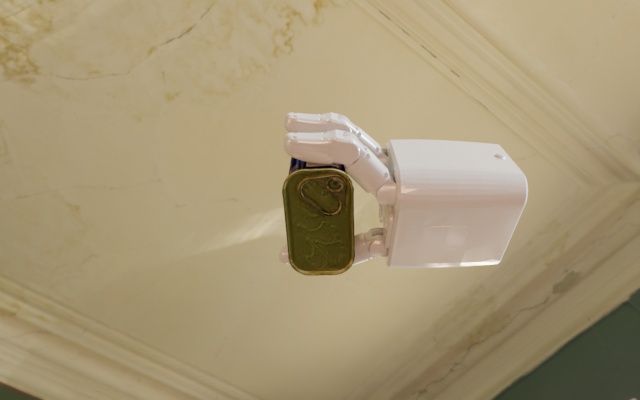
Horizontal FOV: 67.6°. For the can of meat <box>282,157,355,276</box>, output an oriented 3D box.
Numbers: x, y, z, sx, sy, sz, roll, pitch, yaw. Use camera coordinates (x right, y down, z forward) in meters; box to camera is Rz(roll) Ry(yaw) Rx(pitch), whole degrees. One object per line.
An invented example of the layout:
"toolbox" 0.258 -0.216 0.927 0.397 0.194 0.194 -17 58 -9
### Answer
"can of meat" 0.000 0.001 0.430 0.057 0.102 0.084 -2 28 2
